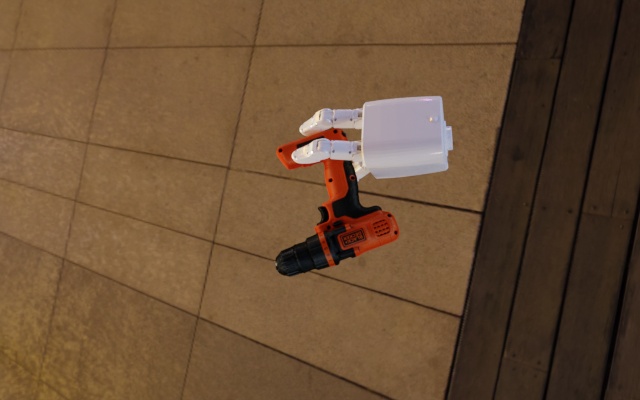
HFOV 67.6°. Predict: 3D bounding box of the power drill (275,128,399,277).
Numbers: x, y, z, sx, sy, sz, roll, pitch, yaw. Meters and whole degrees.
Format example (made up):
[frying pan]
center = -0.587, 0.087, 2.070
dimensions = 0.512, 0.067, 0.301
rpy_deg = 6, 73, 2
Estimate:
[power drill]
center = 0.000, 0.002, 0.694
dimensions = 0.184, 0.187, 0.057
rpy_deg = -19, -8, 0
